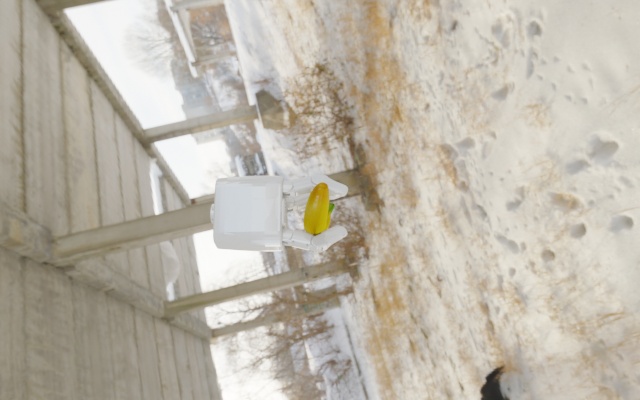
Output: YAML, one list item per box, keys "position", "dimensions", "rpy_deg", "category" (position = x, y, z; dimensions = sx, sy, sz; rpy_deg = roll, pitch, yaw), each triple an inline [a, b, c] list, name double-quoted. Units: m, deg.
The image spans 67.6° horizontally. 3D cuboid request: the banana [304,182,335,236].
- position: [-0.004, 0.021, 0.743]
  dimensions: [0.037, 0.069, 0.198]
  rpy_deg: [14, -7, 5]
  category: "banana"
